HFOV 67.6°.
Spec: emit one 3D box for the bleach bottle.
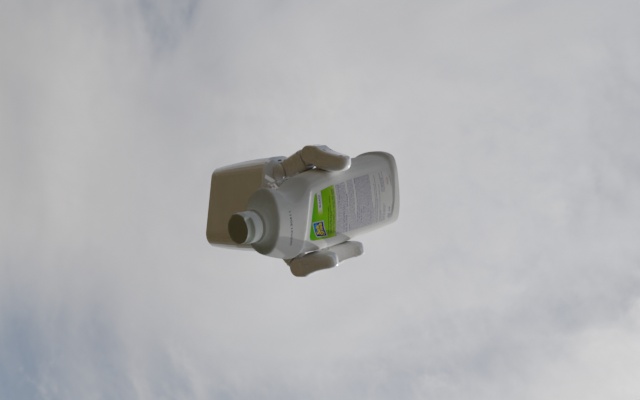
[{"bbox_3d":[0.000,0.002,0.541,0.068,0.102,0.251,-2,6,39],"label":"bleach bottle"}]
